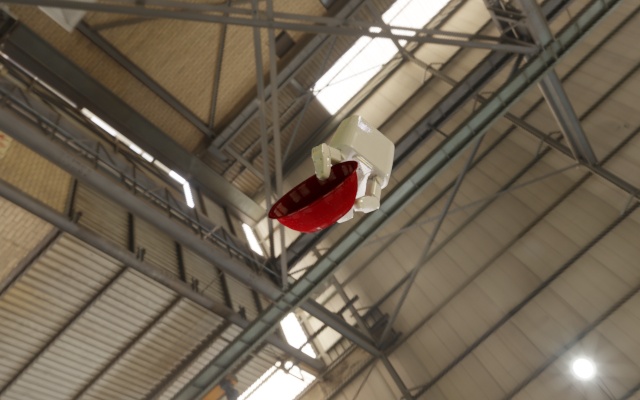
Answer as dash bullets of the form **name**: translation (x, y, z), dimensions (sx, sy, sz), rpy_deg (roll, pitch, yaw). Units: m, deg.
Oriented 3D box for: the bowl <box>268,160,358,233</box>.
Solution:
- **bowl**: translation (0.000, 0.004, 0.745), dimensions (0.162, 0.055, 0.162), rpy_deg (-29, 14, 8)
